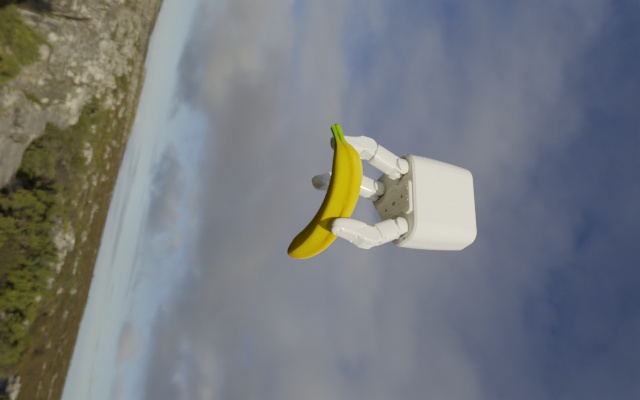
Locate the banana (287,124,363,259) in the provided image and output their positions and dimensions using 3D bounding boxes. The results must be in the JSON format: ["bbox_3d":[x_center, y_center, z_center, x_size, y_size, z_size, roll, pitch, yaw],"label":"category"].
[{"bbox_3d":[0.008,0.010,0.584,0.037,0.198,0.069,4,33,-31],"label":"banana"}]
